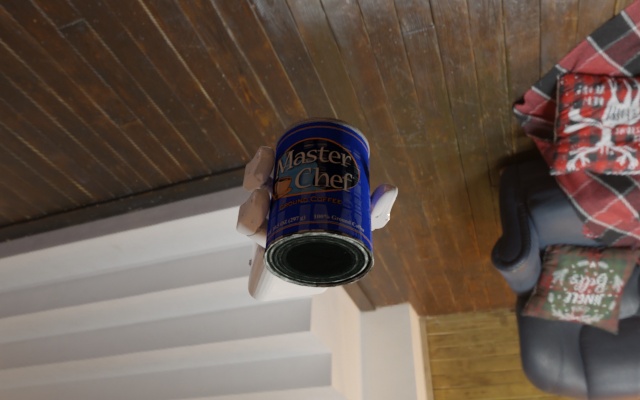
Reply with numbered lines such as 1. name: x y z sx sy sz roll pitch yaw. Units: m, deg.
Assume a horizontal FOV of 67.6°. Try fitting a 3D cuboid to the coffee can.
1. coffee can: 0.000 0.001 0.480 0.103 0.140 0.103 1 -37 1
